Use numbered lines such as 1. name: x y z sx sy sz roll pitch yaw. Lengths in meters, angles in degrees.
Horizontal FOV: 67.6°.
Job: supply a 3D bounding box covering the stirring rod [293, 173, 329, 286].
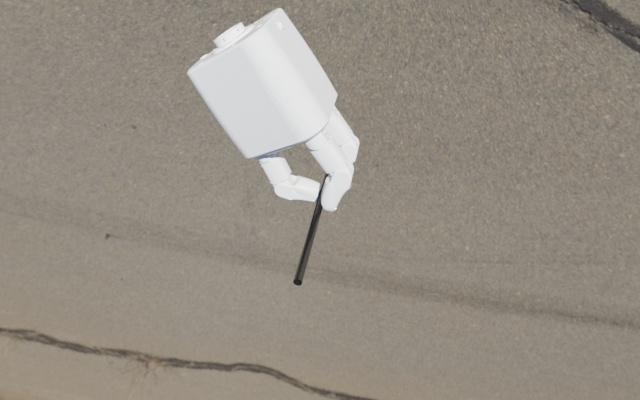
1. stirring rod: 0.000 0.002 0.513 0.011 0.011 0.239 0 36 12
